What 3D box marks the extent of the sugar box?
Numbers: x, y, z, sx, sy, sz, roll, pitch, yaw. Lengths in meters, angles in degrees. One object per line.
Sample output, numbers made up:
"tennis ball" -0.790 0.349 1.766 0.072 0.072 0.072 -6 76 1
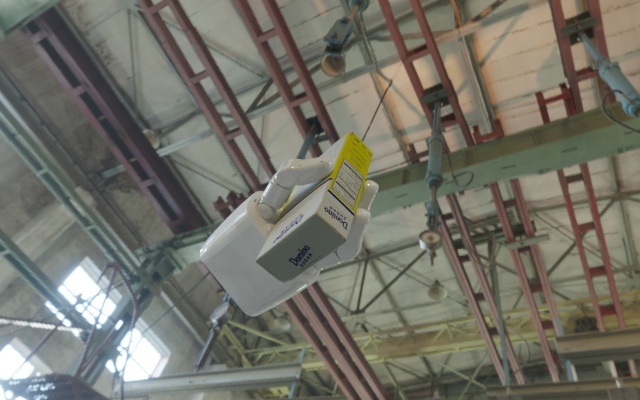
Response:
"sugar box" 0.000 0.002 0.509 0.093 0.048 0.176 -39 18 33
